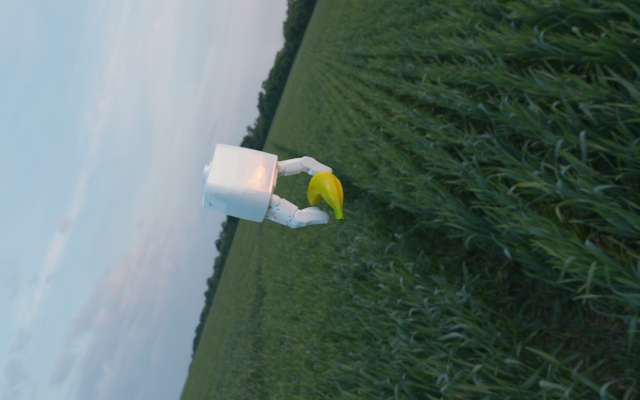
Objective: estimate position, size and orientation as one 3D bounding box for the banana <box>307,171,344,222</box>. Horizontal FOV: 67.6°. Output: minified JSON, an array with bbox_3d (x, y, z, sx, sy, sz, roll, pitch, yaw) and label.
[{"bbox_3d":[0.004,-0.015,0.799,0.037,0.069,0.198,8,6,-12],"label":"banana"}]
